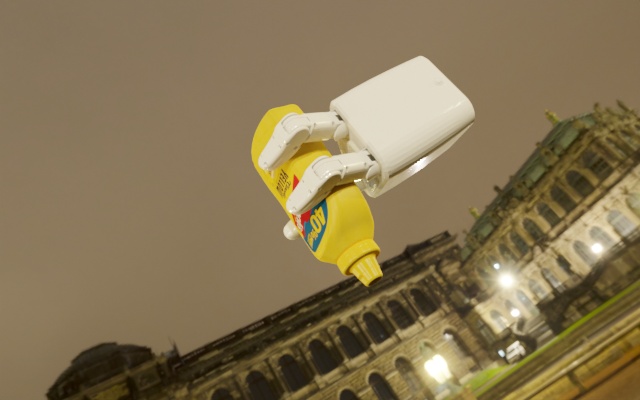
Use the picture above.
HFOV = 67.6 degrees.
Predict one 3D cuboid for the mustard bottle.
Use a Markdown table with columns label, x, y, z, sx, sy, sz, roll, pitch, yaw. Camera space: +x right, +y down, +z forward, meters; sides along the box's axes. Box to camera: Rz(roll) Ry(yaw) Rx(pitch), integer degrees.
| label | x | y | z | sx | sy | sz | roll | pitch | yaw |
| --- | --- | --- | --- | --- | --- | --- | --- | --- | --- |
| mustard bottle | 0.000 | 0.001 | 0.469 | 0.058 | 0.191 | 0.096 | -19 | -30 | -31 |
